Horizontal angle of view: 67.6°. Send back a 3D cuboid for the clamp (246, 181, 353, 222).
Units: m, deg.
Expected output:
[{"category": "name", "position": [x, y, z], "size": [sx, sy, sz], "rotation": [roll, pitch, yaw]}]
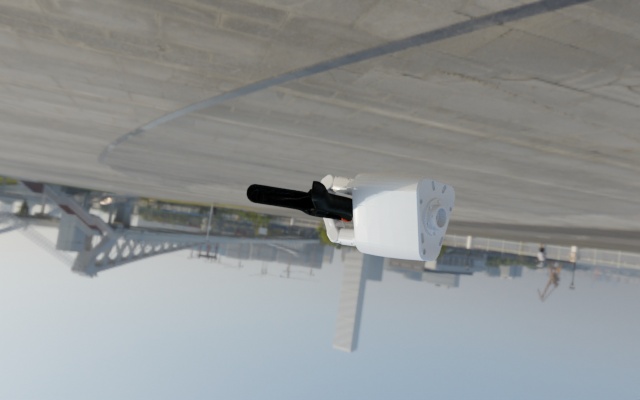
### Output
[{"category": "clamp", "position": [0.000, 0.003, 0.644], "size": [0.171, 0.039, 0.120], "rotation": [12, -5, -44]}]
